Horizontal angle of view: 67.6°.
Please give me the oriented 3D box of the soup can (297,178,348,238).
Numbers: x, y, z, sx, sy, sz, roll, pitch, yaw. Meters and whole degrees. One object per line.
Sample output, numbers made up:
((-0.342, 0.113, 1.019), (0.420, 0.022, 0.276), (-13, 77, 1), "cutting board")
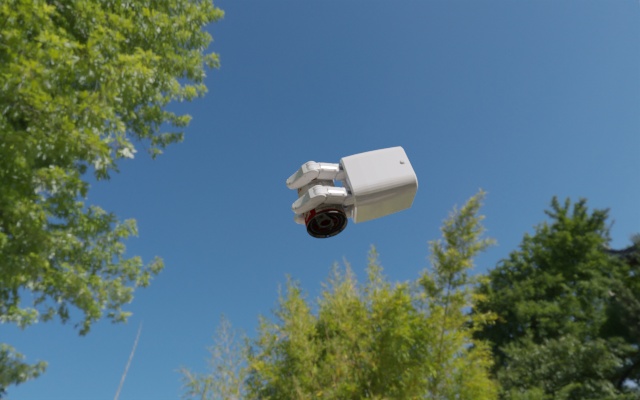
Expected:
((0.000, 0.003, 0.796), (0.068, 0.102, 0.069), (-10, -40, -8), "soup can")
